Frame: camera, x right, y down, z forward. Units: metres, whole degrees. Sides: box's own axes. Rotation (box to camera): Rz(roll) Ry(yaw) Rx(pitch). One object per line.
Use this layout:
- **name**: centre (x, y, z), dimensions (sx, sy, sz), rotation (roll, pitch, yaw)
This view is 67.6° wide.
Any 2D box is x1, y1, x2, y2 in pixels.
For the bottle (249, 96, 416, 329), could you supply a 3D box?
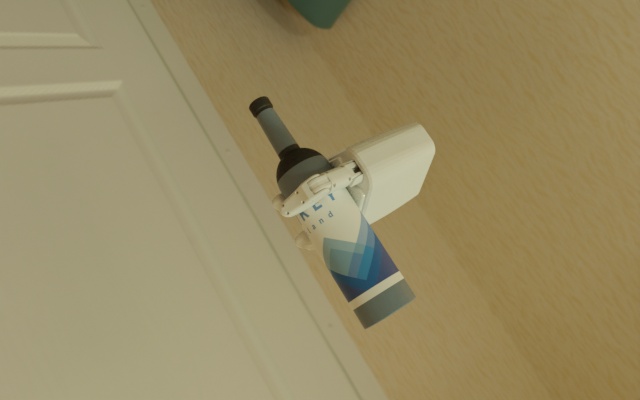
- **bottle**: centre (0.000, 0.002, 0.553), dimensions (0.069, 0.295, 0.069), rotation (-30, -13, -8)
